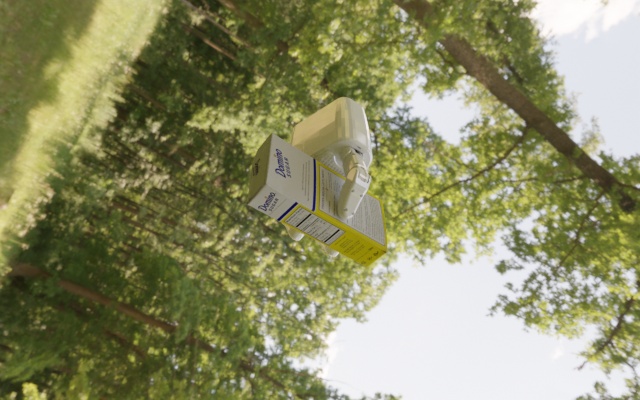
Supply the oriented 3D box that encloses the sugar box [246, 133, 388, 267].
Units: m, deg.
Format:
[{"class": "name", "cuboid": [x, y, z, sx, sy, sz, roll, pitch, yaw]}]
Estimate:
[{"class": "sugar box", "cuboid": [0.000, 0.002, 0.567, 0.176, 0.093, 0.048, 28, -53, -23]}]
